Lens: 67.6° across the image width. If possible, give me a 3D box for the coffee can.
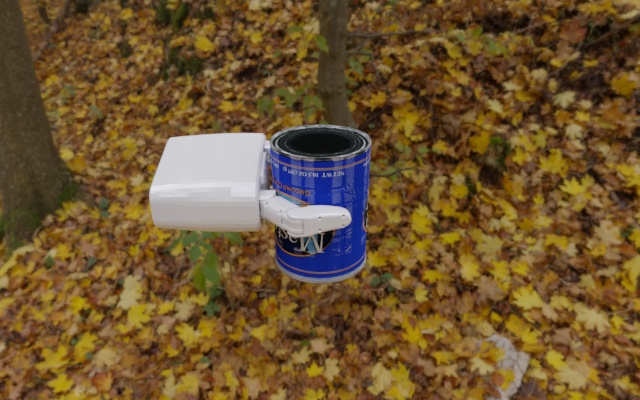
[{"bbox_3d":[0.000,0.002,0.509,0.103,0.140,0.102,0,26,0],"label":"coffee can"}]
